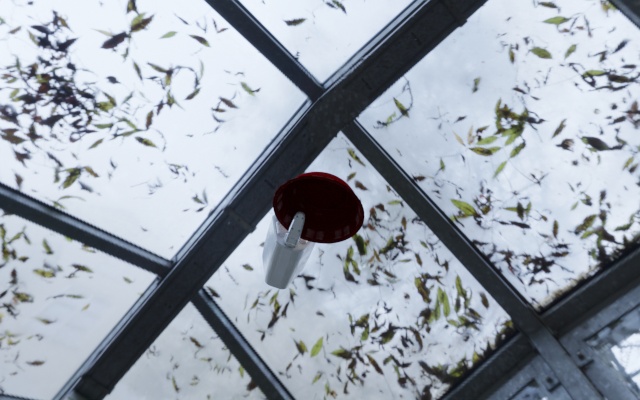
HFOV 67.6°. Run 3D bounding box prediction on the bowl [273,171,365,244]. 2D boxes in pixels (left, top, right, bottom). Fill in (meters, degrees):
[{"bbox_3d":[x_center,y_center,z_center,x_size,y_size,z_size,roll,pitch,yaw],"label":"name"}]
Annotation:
[{"bbox_3d":[0.001,0.002,0.843,0.162,0.162,0.055,0,42,14],"label":"bowl"}]
